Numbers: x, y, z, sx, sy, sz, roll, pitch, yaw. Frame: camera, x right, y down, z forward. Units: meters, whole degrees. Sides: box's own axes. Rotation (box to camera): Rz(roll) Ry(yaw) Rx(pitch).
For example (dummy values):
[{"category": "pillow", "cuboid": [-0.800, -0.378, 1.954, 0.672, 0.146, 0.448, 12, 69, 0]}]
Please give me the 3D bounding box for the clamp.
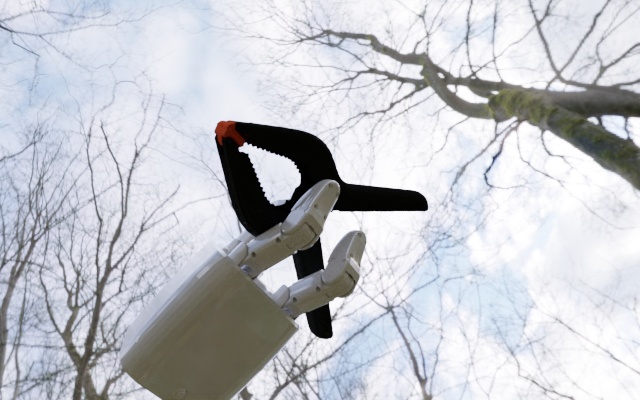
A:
[{"category": "clamp", "cuboid": [-0.001, 0.001, 0.404, 0.210, 0.164, 0.036, 51, -15, -29]}]
